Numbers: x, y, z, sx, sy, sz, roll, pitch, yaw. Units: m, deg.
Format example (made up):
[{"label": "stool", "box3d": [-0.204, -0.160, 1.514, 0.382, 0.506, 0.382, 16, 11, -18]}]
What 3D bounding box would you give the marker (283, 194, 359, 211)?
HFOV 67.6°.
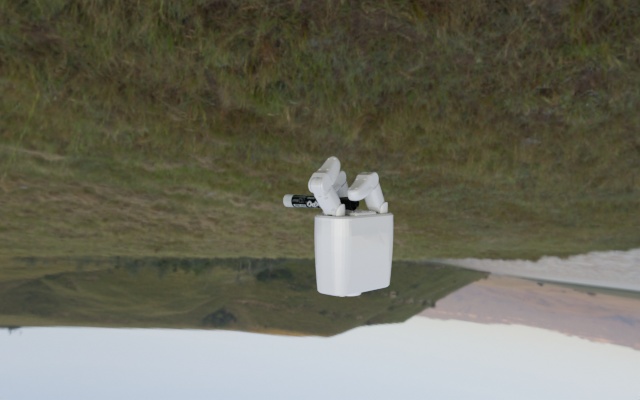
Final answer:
[{"label": "marker", "box3d": [0.000, 0.002, 0.663, 0.121, 0.020, 0.020, 3, 1, 35]}]
